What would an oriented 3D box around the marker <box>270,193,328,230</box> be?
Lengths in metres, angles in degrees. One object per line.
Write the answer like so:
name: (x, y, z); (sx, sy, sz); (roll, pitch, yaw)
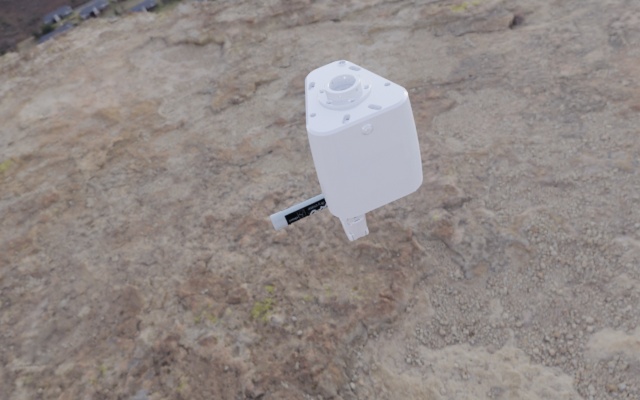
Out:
marker: (0.000, 0.002, 0.554); (0.121, 0.020, 0.020); (-24, 2, -5)
